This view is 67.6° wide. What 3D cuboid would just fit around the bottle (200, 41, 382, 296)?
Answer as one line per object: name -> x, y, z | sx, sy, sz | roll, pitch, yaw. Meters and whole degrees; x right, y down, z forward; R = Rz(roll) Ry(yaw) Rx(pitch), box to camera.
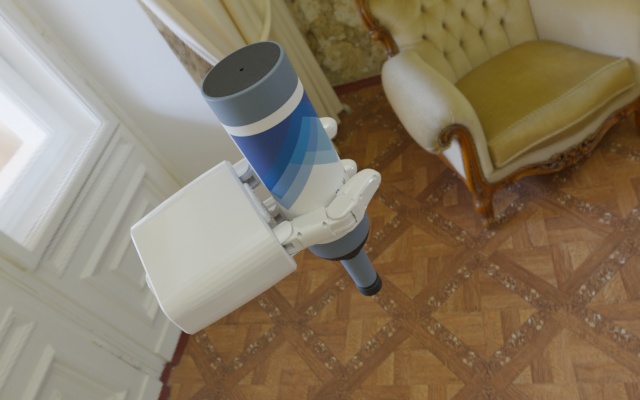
bottle -> 0.000, 0.001, 0.434 | 0.069, 0.069, 0.296 | 0, -40, 29
